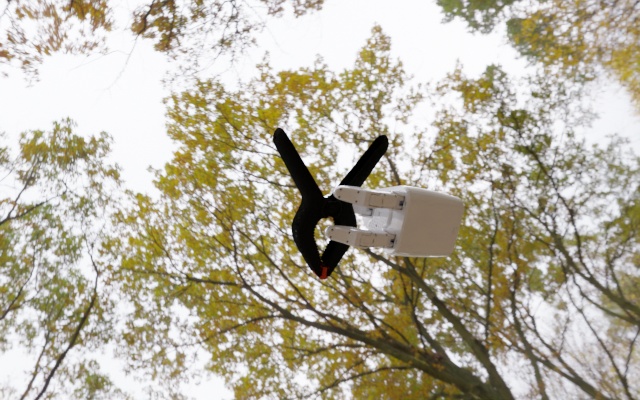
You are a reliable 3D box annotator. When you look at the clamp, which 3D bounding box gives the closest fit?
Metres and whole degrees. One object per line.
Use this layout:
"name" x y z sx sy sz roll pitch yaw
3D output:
"clamp" 0.000 0.002 0.642 0.164 0.210 0.036 8 10 -24
